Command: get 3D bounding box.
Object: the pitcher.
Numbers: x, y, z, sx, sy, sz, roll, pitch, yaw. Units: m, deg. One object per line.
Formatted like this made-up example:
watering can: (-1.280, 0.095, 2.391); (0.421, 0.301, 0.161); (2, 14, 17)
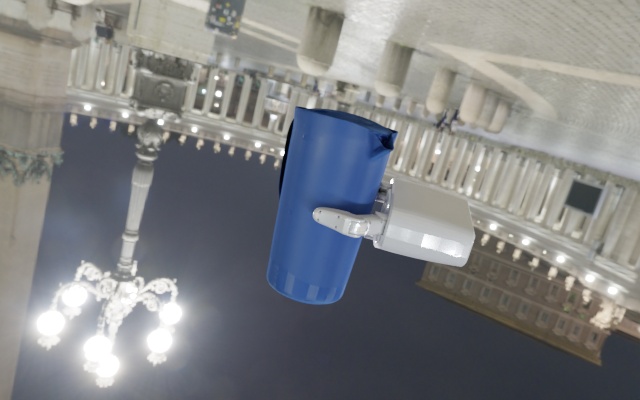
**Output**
pitcher: (0.000, 0.002, 0.631); (0.145, 0.243, 0.149); (15, 12, 2)
